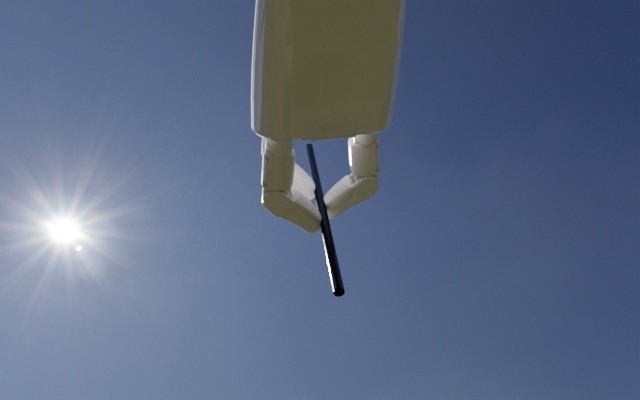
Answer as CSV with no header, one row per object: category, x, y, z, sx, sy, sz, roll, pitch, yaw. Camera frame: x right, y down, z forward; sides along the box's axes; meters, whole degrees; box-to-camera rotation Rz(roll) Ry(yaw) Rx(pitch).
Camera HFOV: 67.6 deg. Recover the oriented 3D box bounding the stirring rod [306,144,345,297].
stirring rod,0.000,0.001,0.426,0.011,0.011,0.239,0,30,-7
